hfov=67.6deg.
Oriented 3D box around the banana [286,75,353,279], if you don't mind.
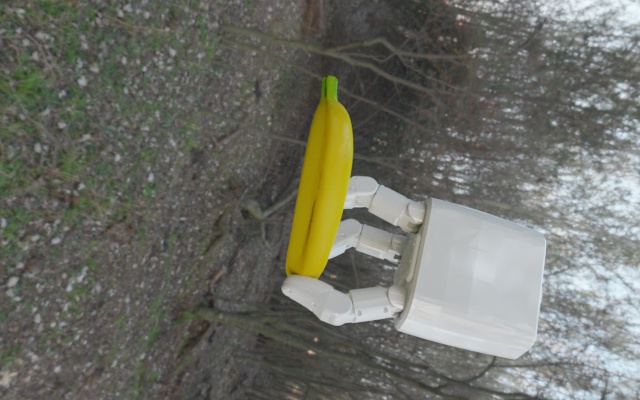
[{"bbox_3d":[-0.001,0.007,0.383,0.037,0.198,0.069,12,28,1],"label":"banana"}]
